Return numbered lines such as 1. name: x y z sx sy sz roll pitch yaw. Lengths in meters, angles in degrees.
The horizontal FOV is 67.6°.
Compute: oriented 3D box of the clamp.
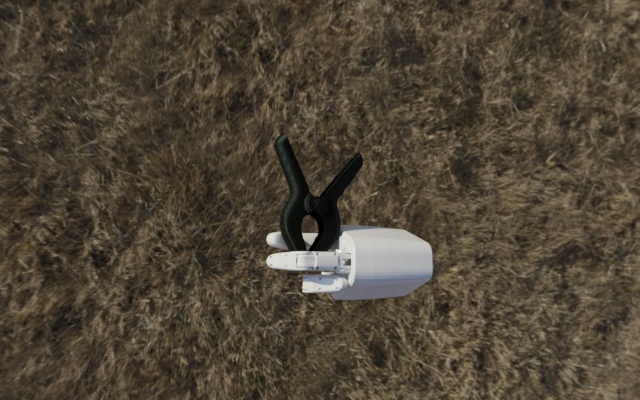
1. clamp: 0.000 0.002 0.610 0.120 0.171 0.039 2 -8 -14
